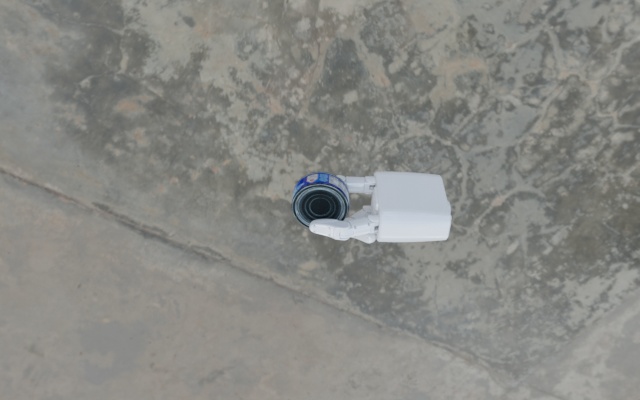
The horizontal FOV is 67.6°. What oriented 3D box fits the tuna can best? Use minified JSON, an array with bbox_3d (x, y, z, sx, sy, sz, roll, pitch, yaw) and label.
[{"bbox_3d":[0.000,0.003,0.708,0.086,0.086,0.033,0,33,3],"label":"tuna can"}]
